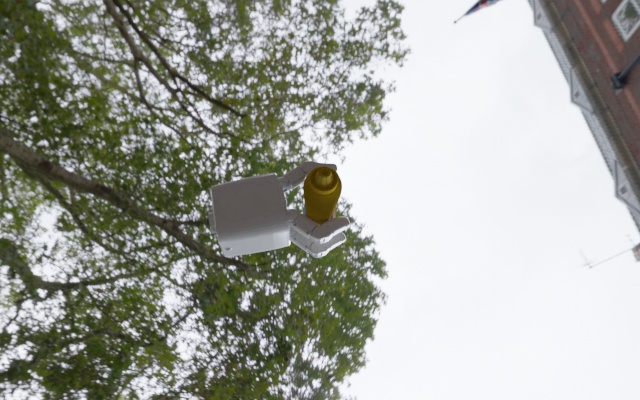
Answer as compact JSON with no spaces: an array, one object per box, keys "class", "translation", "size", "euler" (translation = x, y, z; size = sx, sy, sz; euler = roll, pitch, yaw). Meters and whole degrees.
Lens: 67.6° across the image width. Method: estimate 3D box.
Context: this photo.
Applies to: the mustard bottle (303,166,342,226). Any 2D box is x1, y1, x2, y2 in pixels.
[{"class":"mustard bottle","translation":[0.000,0.003,0.749],"size":[0.058,0.096,0.192],"euler":[11,-27,2]}]
